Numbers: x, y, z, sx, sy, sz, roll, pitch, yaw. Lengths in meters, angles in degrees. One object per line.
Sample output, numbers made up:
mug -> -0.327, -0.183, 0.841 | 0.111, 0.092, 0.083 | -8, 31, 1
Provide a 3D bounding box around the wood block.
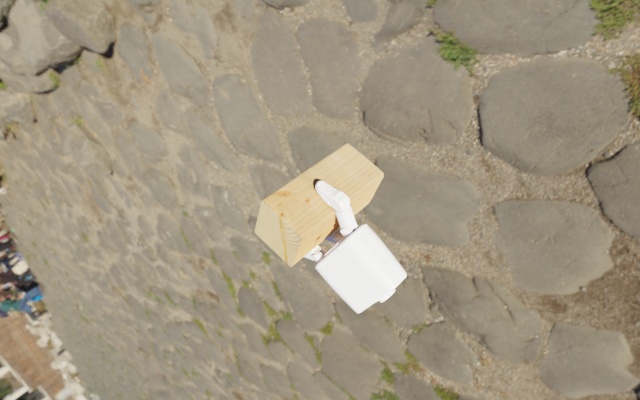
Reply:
wood block -> 0.000, 0.003, 0.795 | 0.206, 0.090, 0.091 | -37, -19, -35
